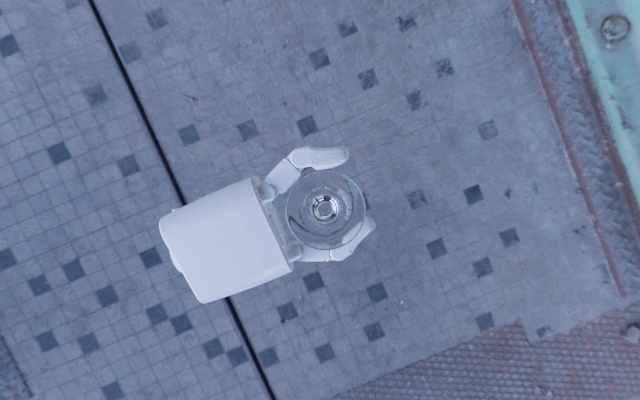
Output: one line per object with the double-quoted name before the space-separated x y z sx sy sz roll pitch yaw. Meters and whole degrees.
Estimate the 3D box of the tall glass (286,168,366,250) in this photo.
"tall glass" 0.000 0.002 0.538 0.079 0.079 0.201 0 5 -2
